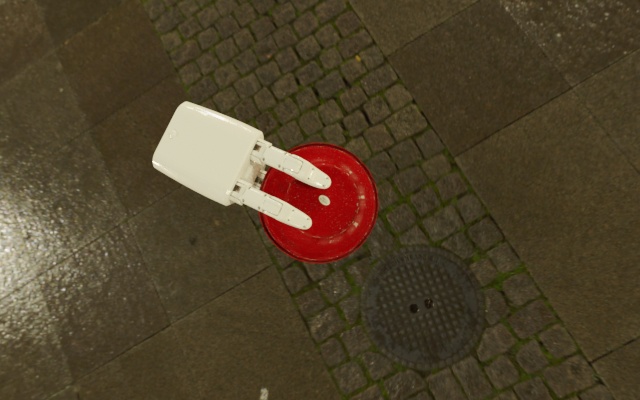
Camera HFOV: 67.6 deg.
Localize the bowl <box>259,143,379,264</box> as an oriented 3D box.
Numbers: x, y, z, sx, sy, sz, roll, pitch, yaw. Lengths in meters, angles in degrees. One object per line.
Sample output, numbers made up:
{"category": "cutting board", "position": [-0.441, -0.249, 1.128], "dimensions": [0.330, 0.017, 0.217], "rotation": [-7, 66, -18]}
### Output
{"category": "bowl", "position": [0.001, 0.002, 0.612], "dimensions": [0.162, 0.162, 0.055], "rotation": [0, -2, -5]}
